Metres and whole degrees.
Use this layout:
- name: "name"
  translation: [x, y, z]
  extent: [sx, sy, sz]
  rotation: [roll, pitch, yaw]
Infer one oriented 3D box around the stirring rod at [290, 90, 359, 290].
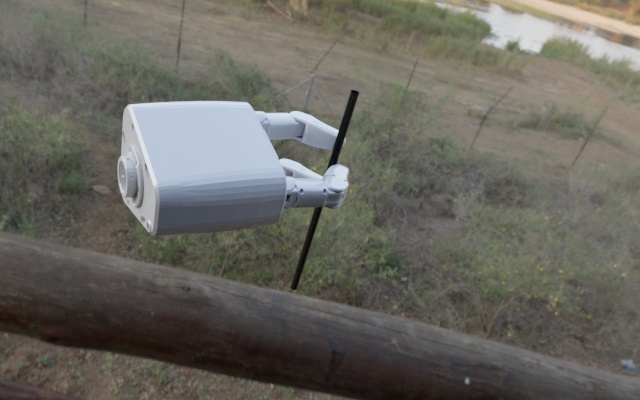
- name: "stirring rod"
  translation: [0.000, 0.002, 0.488]
  extent: [0.011, 0.240, 0.011]
  rotation: [13, 31, -8]
